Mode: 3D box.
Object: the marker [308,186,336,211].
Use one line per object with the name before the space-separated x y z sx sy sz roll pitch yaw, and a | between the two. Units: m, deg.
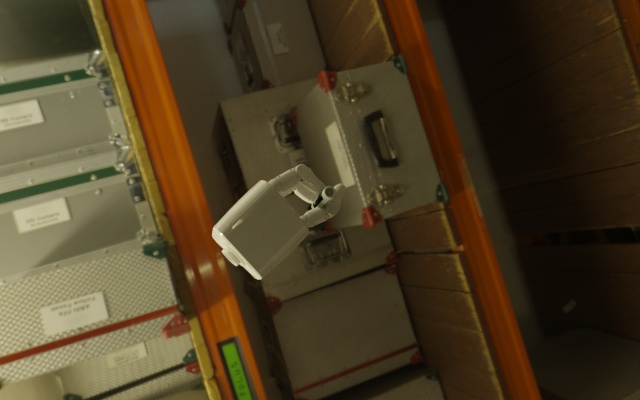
marker | 0.000 0.002 0.760 0.020 0.020 0.121 0 -14 -14
